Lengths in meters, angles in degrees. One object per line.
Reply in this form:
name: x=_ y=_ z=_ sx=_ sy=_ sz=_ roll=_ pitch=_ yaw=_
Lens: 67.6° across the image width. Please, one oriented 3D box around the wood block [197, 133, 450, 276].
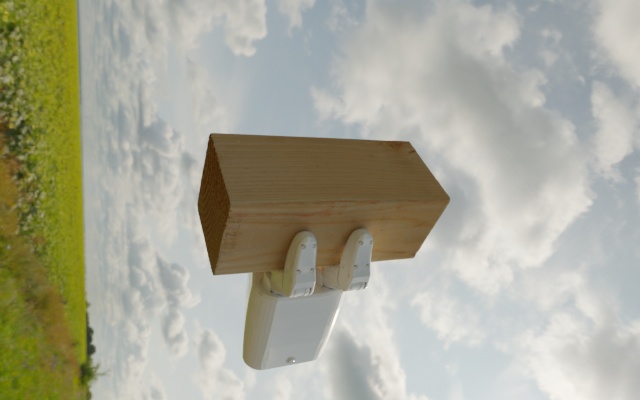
wood block: x=0.000 y=0.002 z=0.448 sx=0.206 sy=0.090 sz=0.090 roll=-1 pitch=44 yaw=-26
